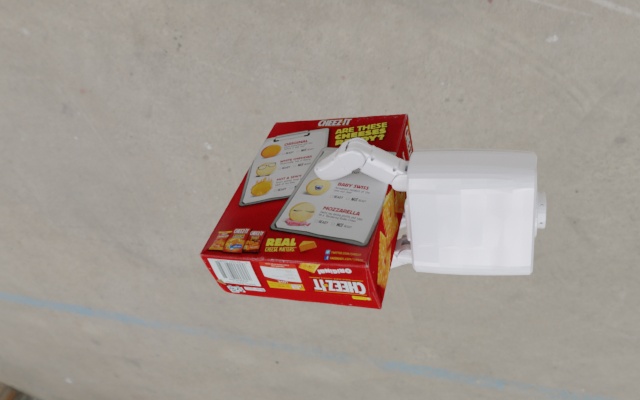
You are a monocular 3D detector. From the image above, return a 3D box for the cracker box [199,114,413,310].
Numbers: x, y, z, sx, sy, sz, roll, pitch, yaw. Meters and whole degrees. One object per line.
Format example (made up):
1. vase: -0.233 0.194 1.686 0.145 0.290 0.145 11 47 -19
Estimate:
1. cracker box: 0.000 0.002 0.496 0.164 0.072 0.213 0 43 21
